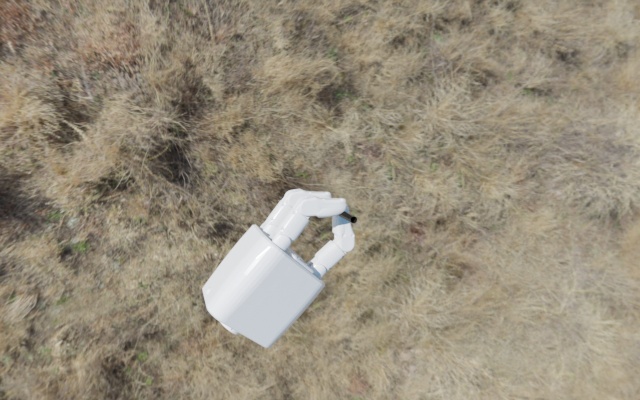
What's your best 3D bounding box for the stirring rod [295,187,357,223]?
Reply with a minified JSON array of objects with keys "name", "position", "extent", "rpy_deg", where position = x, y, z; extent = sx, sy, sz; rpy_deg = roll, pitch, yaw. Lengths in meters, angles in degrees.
[{"name":"stirring rod","position":[0.000,0.002,0.647],"extent":[0.011,0.011,0.239],"rpy_deg":[0,9,-18]}]
